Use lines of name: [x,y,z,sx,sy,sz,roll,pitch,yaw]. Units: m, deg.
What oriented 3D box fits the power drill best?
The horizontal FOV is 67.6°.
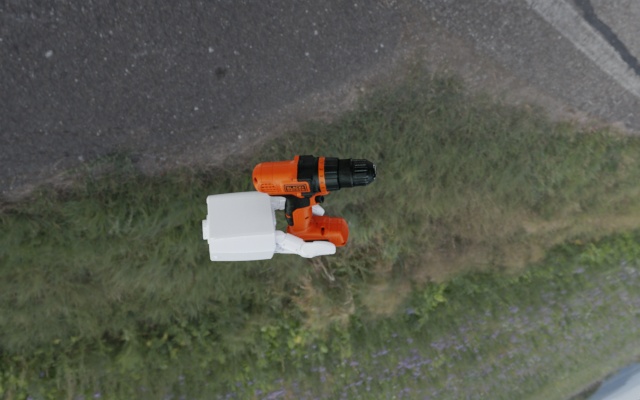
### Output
power drill: [0.000,0.003,0.762,0.184,0.057,0.188,-1,-39,9]
